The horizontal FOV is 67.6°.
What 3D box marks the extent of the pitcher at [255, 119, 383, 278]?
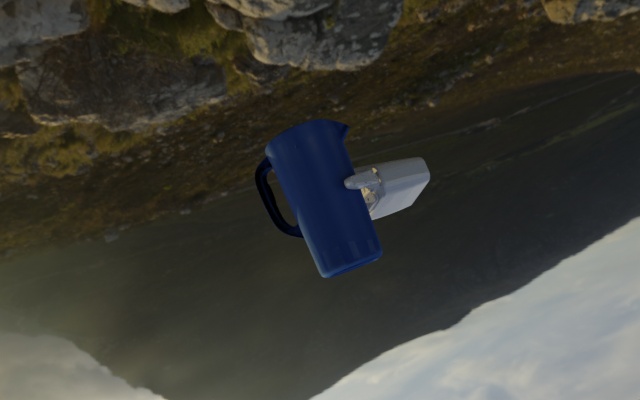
[{"bbox_3d":[0.000,0.003,0.792,0.145,0.242,0.149,-15,-13,-29],"label":"pitcher"}]
